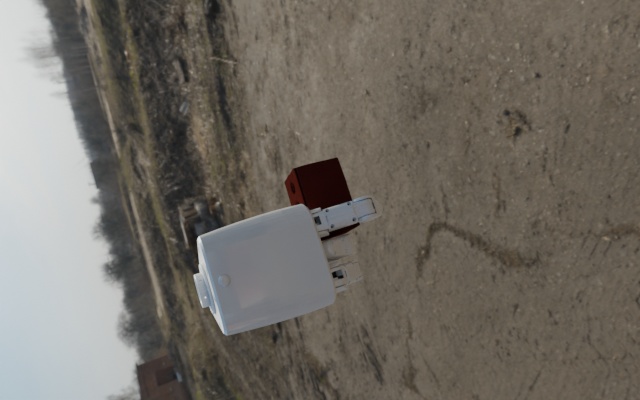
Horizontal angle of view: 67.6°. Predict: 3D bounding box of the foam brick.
[{"bbox_3d":[0.000,0.001,0.506,0.051,0.078,0.053,-15,-10,-17],"label":"foam brick"}]
